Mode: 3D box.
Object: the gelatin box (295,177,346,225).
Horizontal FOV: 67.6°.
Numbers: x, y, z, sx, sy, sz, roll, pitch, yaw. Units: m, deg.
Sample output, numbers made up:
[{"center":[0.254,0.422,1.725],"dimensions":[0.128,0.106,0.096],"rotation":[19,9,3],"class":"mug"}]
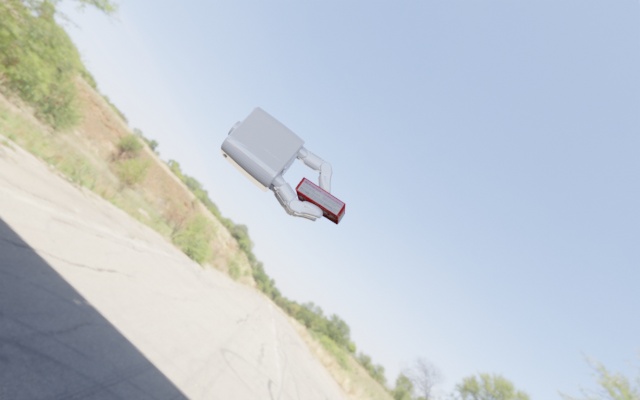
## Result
[{"center":[0.001,0.003,0.835],"dimensions":[0.089,0.030,0.073],"rotation":[32,-12,9],"class":"gelatin box"}]
